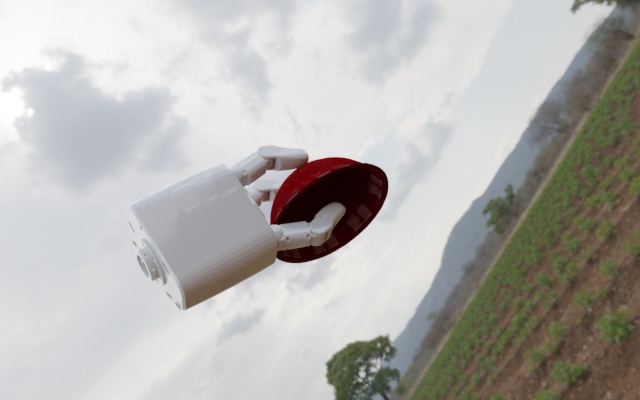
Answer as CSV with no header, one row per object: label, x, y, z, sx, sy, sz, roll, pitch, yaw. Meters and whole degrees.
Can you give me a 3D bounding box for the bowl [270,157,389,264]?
bowl,0.001,0.001,0.570,0.162,0.162,0.055,0,43,-42
